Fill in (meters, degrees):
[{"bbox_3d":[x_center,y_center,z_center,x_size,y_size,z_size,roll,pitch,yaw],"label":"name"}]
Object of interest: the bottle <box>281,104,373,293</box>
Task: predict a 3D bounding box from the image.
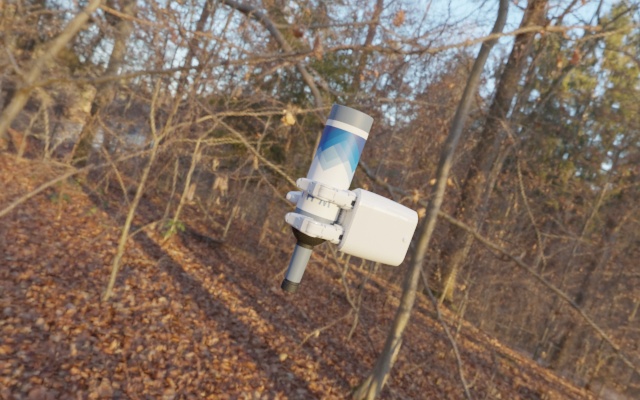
[{"bbox_3d":[0.000,0.002,0.741,0.069,0.296,0.069,20,3,-1],"label":"bottle"}]
